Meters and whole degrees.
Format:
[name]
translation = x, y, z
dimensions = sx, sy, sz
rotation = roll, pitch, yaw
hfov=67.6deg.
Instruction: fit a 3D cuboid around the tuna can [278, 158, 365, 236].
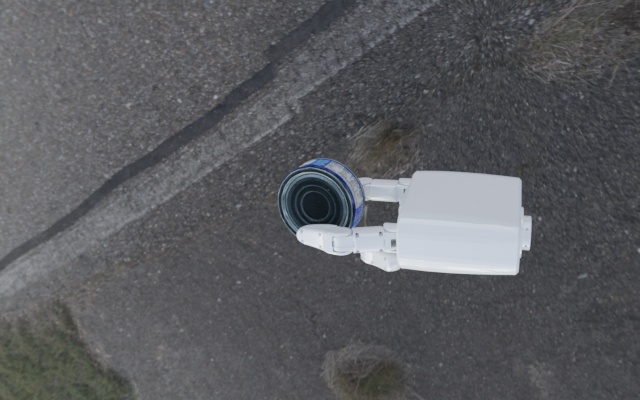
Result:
[tuna can]
translation = 0.000, 0.002, 0.488
dimensions = 0.086, 0.086, 0.033
rotation = 0, 19, 25
